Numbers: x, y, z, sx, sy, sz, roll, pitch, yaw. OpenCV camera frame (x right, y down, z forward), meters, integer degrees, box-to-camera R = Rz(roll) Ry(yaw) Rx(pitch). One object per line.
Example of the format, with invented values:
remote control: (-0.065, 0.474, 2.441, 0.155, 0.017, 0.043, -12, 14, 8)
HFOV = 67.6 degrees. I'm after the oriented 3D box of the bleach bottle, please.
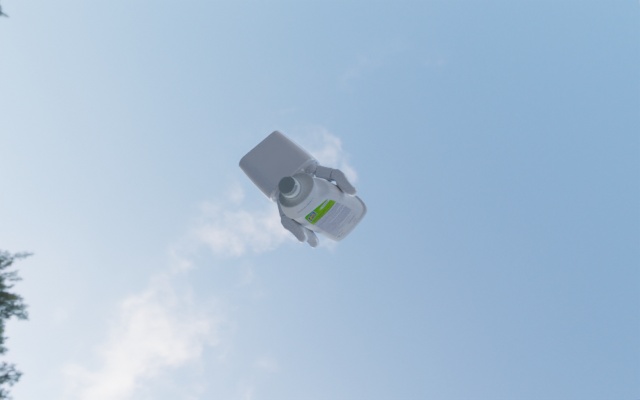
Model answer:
bleach bottle: (0.000, 0.003, 0.838, 0.068, 0.102, 0.251, 42, 3, 27)
